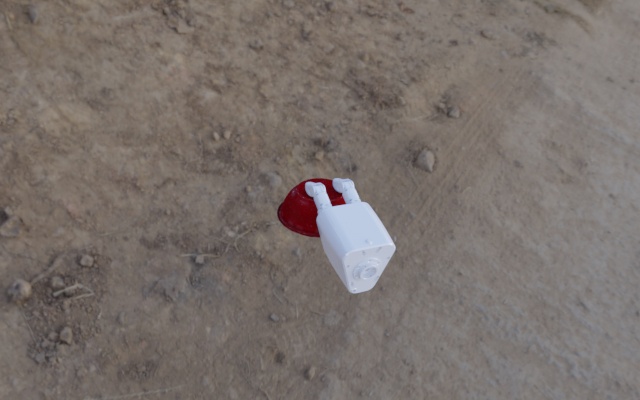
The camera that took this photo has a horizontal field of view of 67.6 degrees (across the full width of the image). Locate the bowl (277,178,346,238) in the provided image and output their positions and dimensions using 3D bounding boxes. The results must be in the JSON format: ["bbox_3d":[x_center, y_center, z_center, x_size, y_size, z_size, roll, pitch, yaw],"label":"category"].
[{"bbox_3d":[-0.001,0.002,0.891,0.162,0.055,0.162,2,30,-1],"label":"bowl"}]
